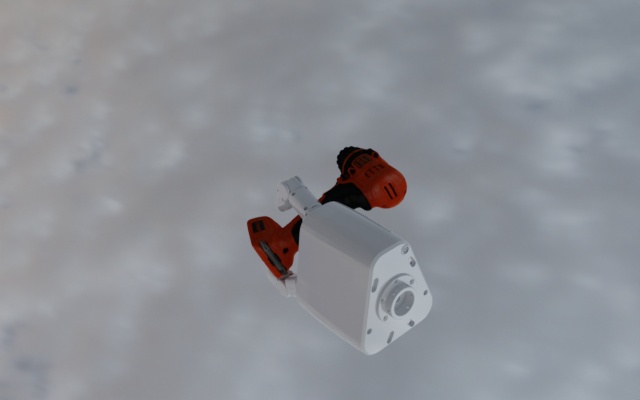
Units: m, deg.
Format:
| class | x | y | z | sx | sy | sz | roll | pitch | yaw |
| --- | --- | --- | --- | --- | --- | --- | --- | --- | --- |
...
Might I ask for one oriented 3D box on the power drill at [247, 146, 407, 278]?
| class | x | y | z | sx | sy | sz | roll | pitch | yaw |
| --- | --- | --- | --- | --- | --- | --- | --- | --- | --- |
| power drill | 0.000 | 0.002 | 0.588 | 0.187 | 0.057 | 0.184 | -36 | 18 | 0 |
